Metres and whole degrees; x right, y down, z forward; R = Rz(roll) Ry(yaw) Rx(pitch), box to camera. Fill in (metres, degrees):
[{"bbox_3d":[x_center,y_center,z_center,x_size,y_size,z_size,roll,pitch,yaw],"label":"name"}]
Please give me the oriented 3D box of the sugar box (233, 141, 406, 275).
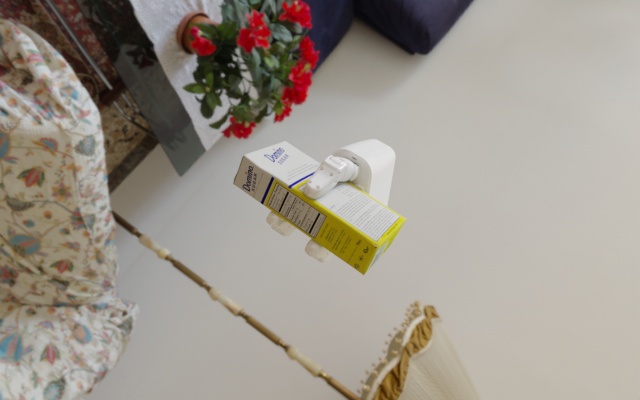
[{"bbox_3d":[0.000,0.002,0.534,0.176,0.048,0.093,32,28,15],"label":"sugar box"}]
